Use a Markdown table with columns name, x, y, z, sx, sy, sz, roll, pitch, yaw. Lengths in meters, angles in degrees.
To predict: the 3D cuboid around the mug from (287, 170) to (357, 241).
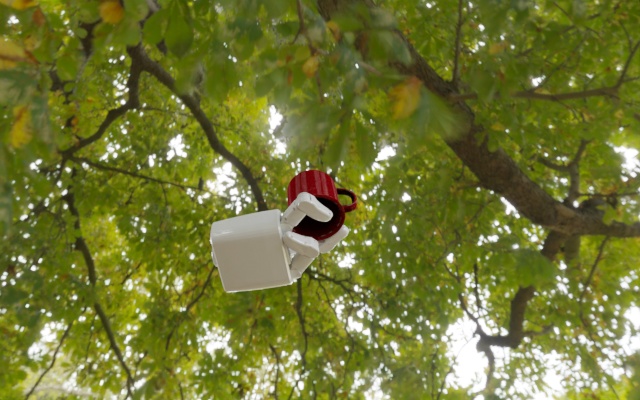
| name | x | y | z | sx | sy | sz | roll | pitch | yaw |
| --- | --- | --- | --- | --- | --- | --- | --- | --- | --- |
| mug | 0.002 | 0.002 | 0.766 | 0.117 | 0.093 | 0.081 | -8 | 37 | -1 |
